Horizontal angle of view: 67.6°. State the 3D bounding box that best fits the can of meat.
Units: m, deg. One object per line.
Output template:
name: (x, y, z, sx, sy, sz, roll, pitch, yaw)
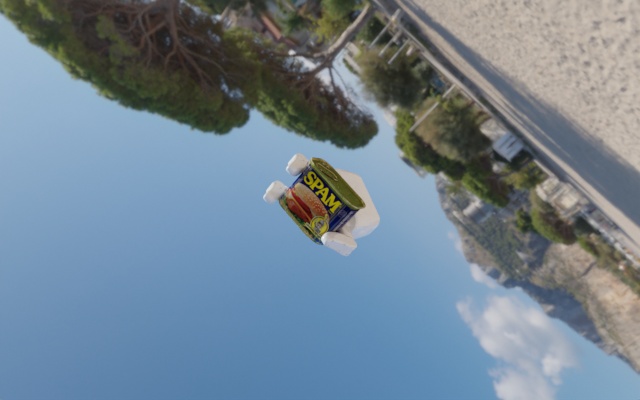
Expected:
can of meat: (0.000, 0.003, 0.696, 0.084, 0.102, 0.057, -48, -18, 20)
